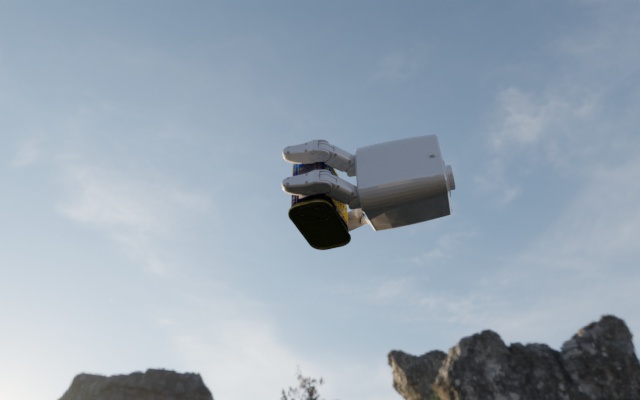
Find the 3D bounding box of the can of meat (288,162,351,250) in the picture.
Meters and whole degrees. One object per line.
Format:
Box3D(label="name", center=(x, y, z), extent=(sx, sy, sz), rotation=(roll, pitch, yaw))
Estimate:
Box3D(label="can of meat", center=(0.000, 0.002, 0.627), extent=(0.057, 0.083, 0.102), rotation=(-14, -41, 17))
